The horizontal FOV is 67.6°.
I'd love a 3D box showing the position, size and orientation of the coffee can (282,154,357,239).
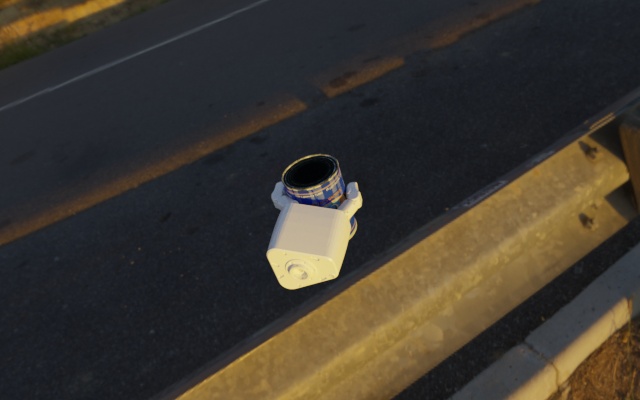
[{"bbox_3d":[0.000,0.003,0.859,0.103,0.140,0.102,-13,36,9],"label":"coffee can"}]
